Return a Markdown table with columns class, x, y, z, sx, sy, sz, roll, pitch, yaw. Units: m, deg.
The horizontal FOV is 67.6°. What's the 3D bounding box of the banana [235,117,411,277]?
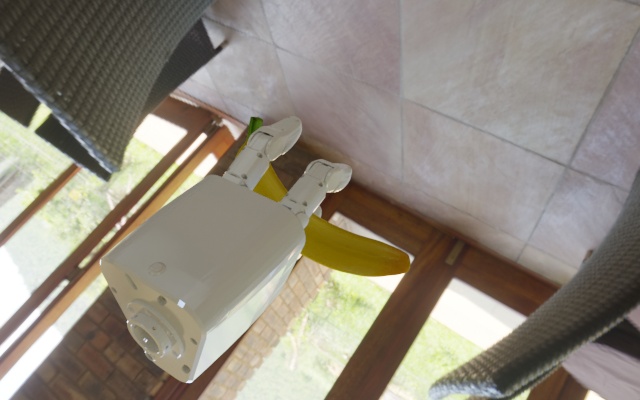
| class | x | y | z | sx | sy | sz | roll | pitch | yaw |
| --- | --- | --- | --- | --- | --- | --- | --- | --- | --- |
| banana | -0.013 | 0.013 | 0.425 | 0.198 | 0.070 | 0.037 | 43 | 23 | 10 |
